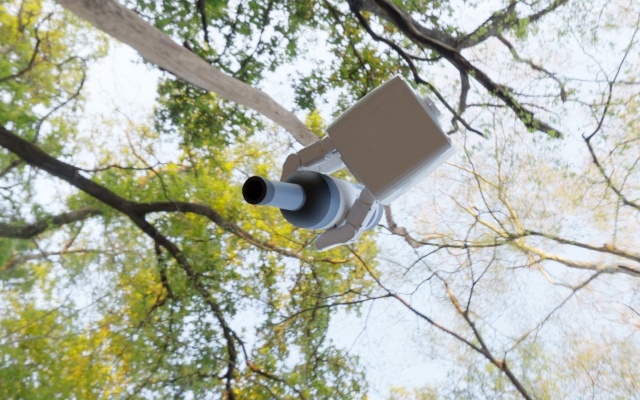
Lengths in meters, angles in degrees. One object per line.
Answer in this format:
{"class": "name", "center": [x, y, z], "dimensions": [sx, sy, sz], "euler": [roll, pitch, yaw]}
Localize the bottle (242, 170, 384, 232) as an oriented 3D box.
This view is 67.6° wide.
{"class": "bottle", "center": [0.000, 0.002, 0.572], "dimensions": [0.069, 0.069, 0.296], "euler": [0, -4, 25]}
